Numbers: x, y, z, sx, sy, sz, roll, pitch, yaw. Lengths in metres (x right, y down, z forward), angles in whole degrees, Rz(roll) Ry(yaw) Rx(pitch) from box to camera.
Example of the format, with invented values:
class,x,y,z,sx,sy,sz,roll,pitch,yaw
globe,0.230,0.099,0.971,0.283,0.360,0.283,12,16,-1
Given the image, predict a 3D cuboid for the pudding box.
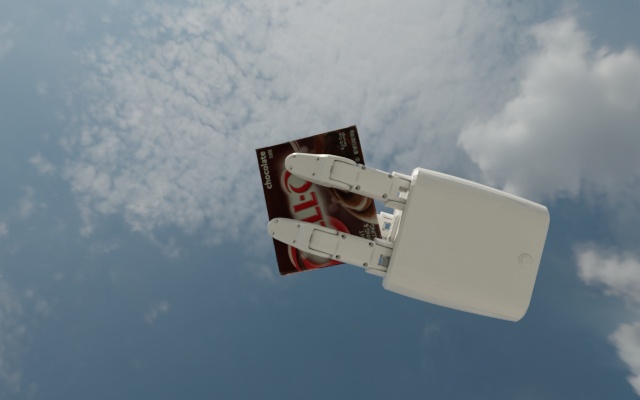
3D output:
class,x,y,z,sx,sy,sz,roll,pitch,yaw
pudding box,0.000,0.001,0.413,0.090,0.113,0.039,-13,-8,6
